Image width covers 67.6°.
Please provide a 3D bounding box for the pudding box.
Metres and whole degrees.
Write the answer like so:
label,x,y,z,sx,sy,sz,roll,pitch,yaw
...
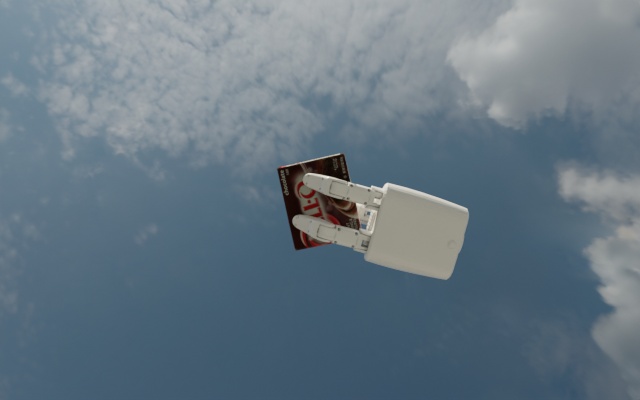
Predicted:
label,x,y,z,sx,sy,sz,roll,pitch,yaw
pudding box,0.000,0.002,0.624,0.090,0.113,0.039,-12,2,6
